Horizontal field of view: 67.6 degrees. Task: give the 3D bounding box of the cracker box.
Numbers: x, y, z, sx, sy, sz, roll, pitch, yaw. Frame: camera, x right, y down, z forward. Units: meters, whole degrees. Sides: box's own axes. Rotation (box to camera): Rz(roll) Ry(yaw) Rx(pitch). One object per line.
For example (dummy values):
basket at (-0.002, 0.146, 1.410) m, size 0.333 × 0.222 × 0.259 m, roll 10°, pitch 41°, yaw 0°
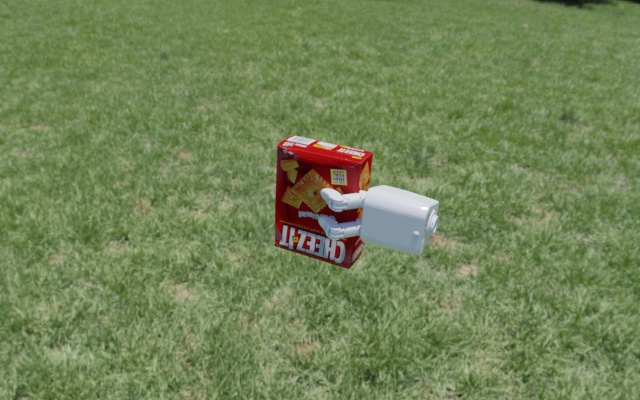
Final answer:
cracker box at (0.000, 0.003, 0.877) m, size 0.164 × 0.214 × 0.072 m, roll 15°, pitch 28°, yaw 21°
